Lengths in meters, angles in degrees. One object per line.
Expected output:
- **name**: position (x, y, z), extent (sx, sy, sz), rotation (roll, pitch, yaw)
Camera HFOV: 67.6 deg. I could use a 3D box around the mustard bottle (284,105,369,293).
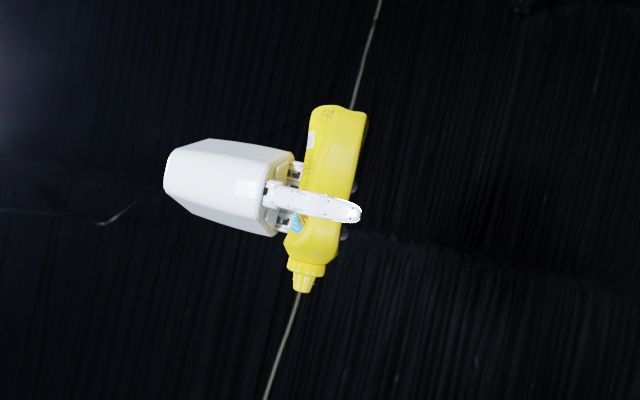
- **mustard bottle**: position (0.000, 0.001, 0.502), extent (0.058, 0.191, 0.096), rotation (13, 1, -14)
